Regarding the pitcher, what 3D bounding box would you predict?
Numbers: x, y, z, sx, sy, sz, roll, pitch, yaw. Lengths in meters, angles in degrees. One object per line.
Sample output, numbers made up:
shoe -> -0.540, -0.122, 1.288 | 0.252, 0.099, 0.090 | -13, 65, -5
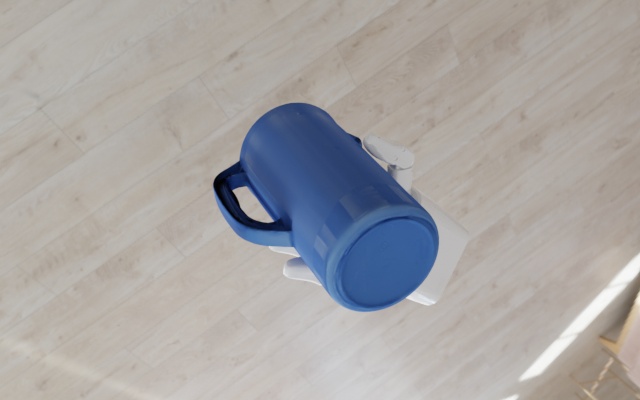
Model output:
pitcher -> 0.000, 0.002, 0.484 | 0.145, 0.149, 0.242 | 31, 11, -34
